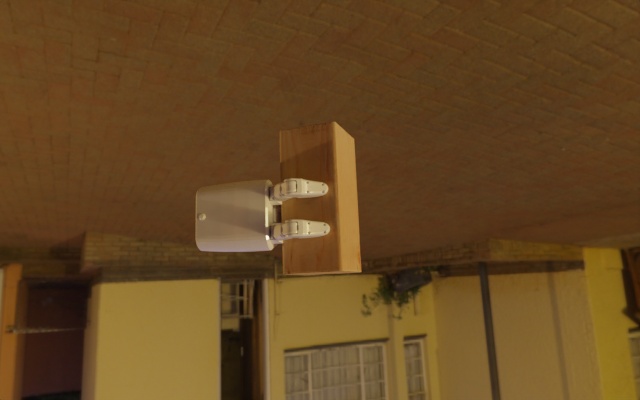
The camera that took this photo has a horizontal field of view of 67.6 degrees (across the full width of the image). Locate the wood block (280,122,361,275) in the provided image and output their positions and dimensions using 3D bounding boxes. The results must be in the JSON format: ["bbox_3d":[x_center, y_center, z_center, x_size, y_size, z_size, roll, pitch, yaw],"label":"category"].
[{"bbox_3d":[0.000,0.003,0.696,0.090,0.206,0.091,-6,-11,20],"label":"wood block"}]
